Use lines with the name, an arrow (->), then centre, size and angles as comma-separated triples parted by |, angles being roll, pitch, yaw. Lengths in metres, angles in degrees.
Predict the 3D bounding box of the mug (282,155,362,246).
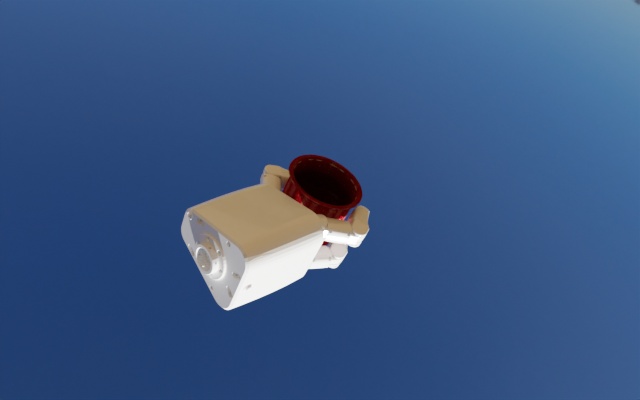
mug -> 0.001, 0.002, 0.590 | 0.117, 0.081, 0.093 | -18, 57, -44
